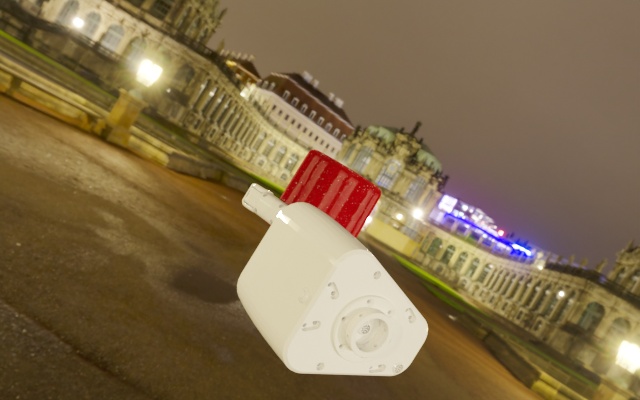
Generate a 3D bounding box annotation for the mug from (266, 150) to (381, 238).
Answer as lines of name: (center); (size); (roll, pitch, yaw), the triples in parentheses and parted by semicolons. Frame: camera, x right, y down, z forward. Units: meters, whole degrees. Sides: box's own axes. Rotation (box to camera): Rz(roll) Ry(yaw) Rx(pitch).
mug: (0.000, 0.001, 0.470); (0.093, 0.081, 0.117); (30, 2, -29)
